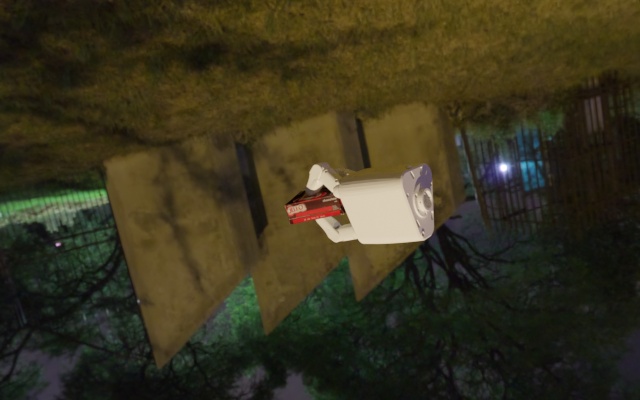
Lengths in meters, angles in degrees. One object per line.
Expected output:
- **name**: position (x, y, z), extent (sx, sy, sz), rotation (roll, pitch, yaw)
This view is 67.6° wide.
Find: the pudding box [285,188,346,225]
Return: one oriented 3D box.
- **pudding box**: position (0.000, 0.003, 0.779), extent (0.090, 0.039, 0.113), rotation (-11, 8, 13)
